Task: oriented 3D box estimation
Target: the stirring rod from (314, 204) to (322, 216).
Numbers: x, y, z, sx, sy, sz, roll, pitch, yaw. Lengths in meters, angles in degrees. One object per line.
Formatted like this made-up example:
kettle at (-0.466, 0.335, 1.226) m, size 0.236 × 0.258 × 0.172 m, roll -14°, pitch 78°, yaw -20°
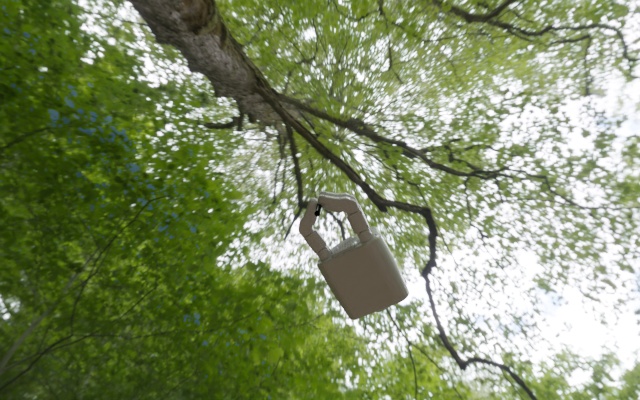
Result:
stirring rod at (0.000, 0.003, 0.758) m, size 0.011 × 0.011 × 0.239 m, roll 0°, pitch 7°, yaw 2°
